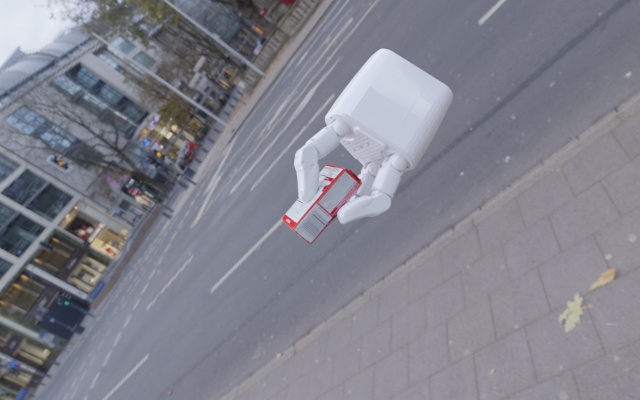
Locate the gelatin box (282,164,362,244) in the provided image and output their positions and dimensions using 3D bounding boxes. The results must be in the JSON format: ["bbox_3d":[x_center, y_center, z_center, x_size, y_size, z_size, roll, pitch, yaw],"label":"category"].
[{"bbox_3d":[0.000,0.002,0.540,0.030,0.089,0.073,42,-5,-15],"label":"gelatin box"}]
